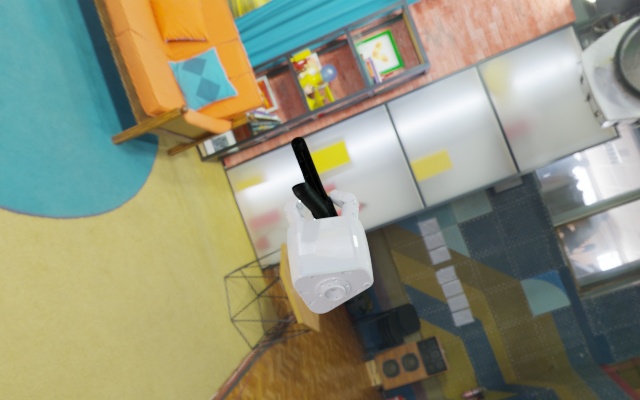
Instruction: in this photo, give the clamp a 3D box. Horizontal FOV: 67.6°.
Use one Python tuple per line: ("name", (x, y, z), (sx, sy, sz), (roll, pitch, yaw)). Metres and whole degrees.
("clamp", (0.001, 0.003, 0.793), (0.036, 0.210, 0.164), (-21, 39, 11))
